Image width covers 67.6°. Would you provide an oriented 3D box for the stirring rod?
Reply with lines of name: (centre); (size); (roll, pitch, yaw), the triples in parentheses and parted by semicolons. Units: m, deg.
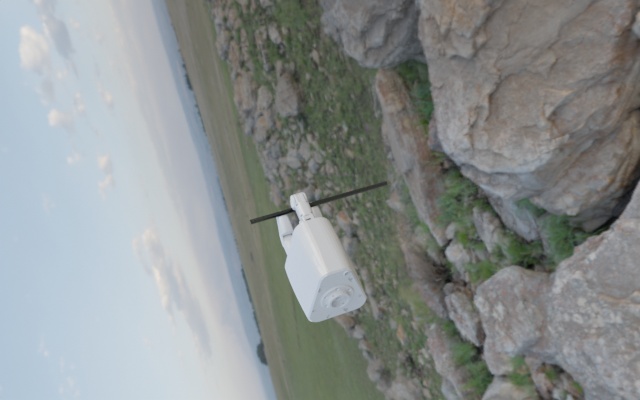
stirring rod: (0.000, 0.003, 0.795); (0.239, 0.011, 0.011); (-16, 3, -12)
